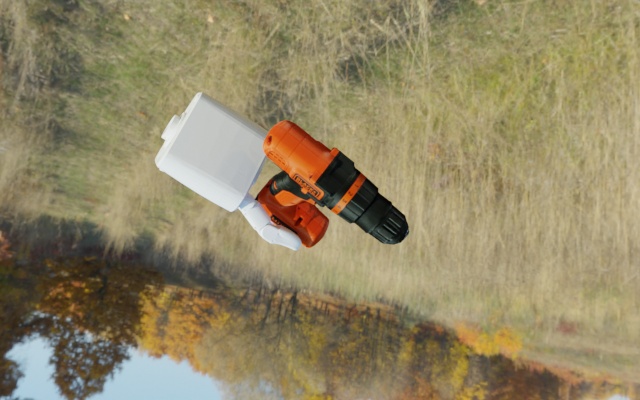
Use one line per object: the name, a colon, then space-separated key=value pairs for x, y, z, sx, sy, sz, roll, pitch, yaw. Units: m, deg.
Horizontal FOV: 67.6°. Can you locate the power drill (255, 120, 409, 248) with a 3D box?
power drill: x=0.000 y=0.002 z=0.575 sx=0.184 sy=0.057 sz=0.188 roll=40 pitch=-25 yaw=-2
